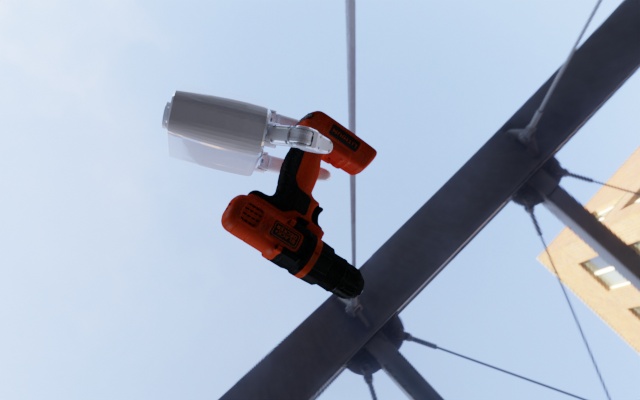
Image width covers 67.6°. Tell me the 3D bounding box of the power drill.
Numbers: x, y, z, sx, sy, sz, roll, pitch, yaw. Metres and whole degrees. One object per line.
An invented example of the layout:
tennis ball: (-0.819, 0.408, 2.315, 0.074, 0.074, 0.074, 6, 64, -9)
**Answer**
power drill: (0.000, 0.001, 0.566, 0.184, 0.187, 0.057, 34, -29, -17)
